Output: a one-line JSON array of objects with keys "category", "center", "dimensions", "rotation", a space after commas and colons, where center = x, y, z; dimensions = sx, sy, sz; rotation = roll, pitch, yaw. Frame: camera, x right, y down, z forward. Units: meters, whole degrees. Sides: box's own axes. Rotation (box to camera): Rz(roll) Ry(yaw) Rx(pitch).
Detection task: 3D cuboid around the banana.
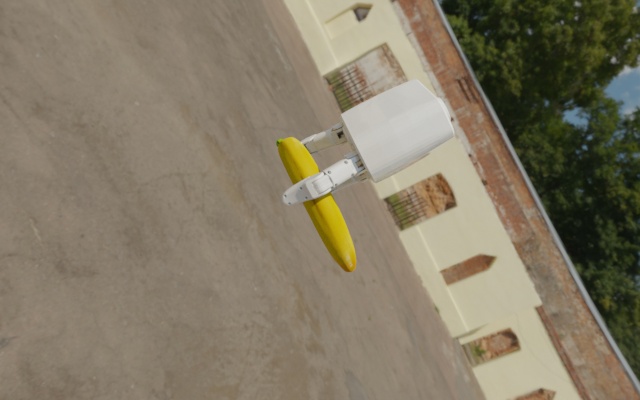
[{"category": "banana", "center": [-0.004, -0.003, 0.585], "dimensions": [0.037, 0.197, 0.069], "rotation": [-28, -10, 3]}]
